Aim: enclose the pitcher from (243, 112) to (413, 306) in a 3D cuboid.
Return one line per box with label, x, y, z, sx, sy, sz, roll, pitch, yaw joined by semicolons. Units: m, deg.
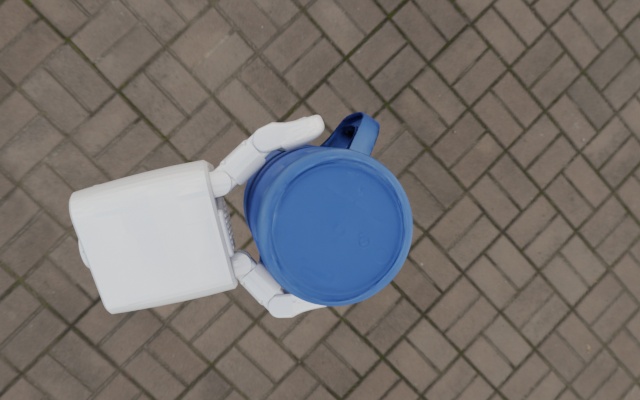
pitcher;0.000;0.002;0.431;0.145;0.149;0.243;-14;6;-7
